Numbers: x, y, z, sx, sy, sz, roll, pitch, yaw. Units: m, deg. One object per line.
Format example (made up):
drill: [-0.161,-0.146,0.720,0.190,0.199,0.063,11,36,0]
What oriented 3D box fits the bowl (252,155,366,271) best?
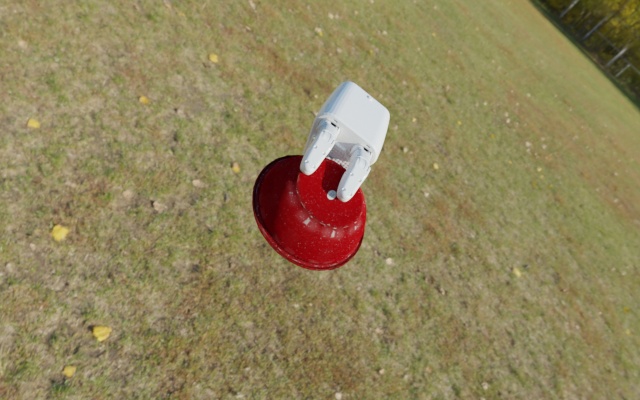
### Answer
bowl: [0.000,0.003,0.590,0.162,0.162,0.055,0,-24,-31]
